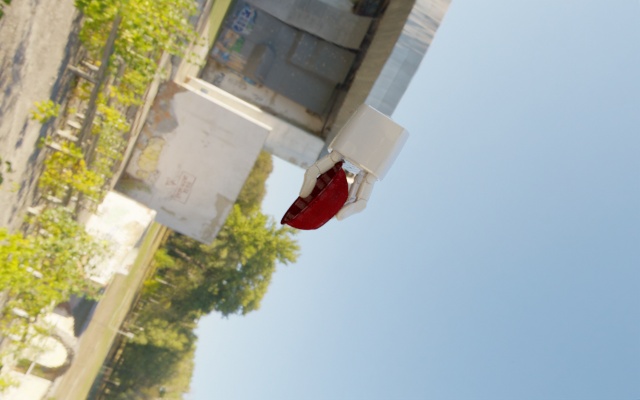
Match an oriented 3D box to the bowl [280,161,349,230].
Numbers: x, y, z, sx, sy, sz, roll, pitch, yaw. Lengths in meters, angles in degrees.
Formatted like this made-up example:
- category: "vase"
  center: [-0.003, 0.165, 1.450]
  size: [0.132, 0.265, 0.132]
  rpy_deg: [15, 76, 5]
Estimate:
- category: "bowl"
  center: [-0.001, 0.004, 0.879]
  size: [0.055, 0.162, 0.162]
  rpy_deg: [45, -10, -10]
